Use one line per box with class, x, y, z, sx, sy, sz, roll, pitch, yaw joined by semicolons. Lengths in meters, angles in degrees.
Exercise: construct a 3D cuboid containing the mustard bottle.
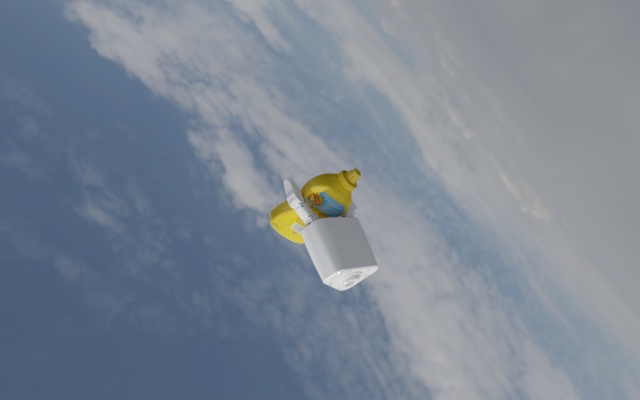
mustard bottle;0.000;0.003;0.898;0.192;0.058;0.096;-38;-55;26
